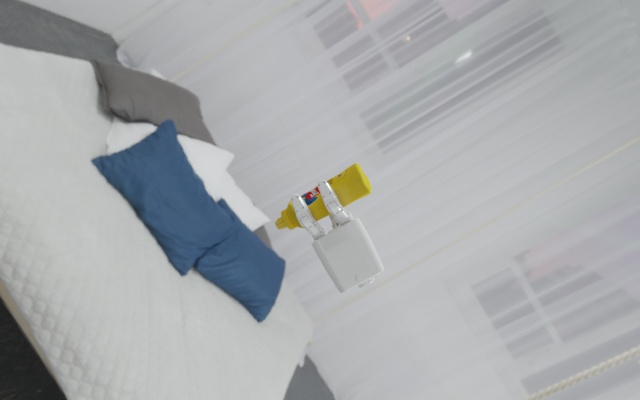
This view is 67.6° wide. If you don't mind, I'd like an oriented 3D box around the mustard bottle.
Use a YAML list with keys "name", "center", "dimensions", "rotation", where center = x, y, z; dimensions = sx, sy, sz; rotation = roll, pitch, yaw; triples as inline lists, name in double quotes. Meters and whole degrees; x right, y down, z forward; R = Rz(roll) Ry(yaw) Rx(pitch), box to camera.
- name: "mustard bottle"
  center: [0.000, 0.002, 0.890]
  dimensions: [0.191, 0.058, 0.096]
  rotation: [-30, 18, 11]
